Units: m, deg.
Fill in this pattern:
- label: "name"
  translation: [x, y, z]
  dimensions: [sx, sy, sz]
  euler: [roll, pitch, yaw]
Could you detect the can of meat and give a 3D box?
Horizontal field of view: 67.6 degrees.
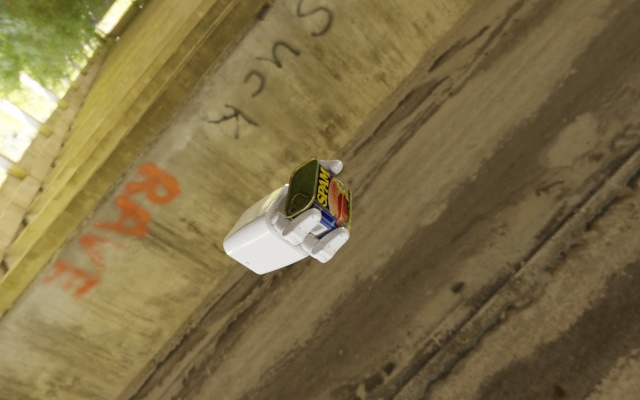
- label: "can of meat"
  translation: [0.000, 0.002, 0.693]
  dimensions: [0.057, 0.102, 0.084]
  euler: [-30, -54, 32]
